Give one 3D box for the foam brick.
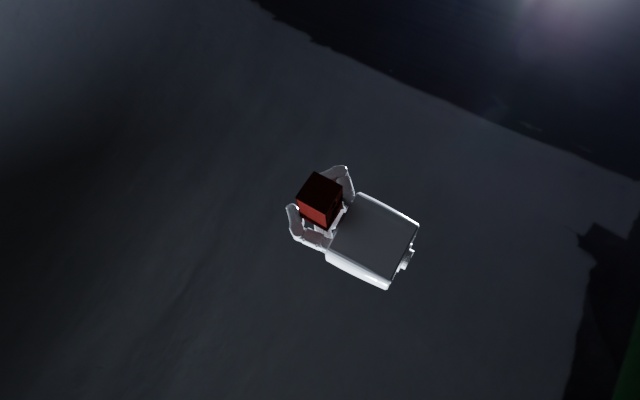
[{"bbox_3d":[0.000,0.002,0.715,0.051,0.053,0.078,29,-18,14],"label":"foam brick"}]
